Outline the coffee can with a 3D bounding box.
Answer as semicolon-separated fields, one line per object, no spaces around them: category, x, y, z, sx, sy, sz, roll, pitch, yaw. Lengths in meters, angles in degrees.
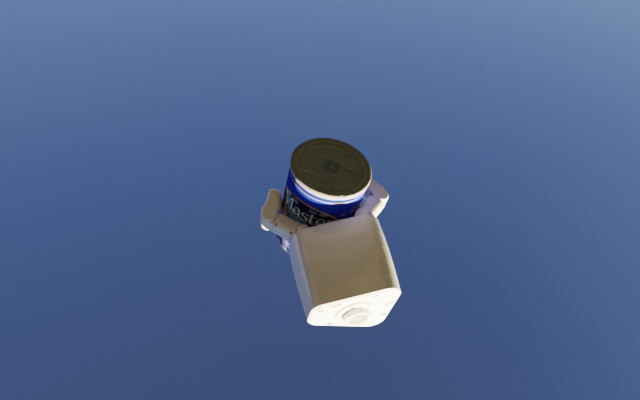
coffee can;0.000;0.002;0.639;0.103;0.102;0.140;0;-40;-15
